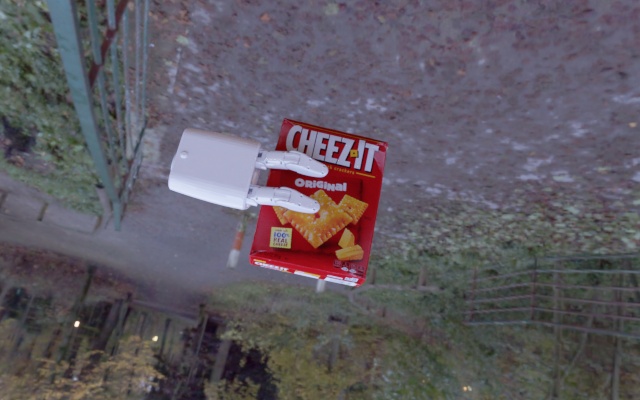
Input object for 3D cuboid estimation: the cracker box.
[{"bbox_3d":[0.000,0.002,0.696,0.164,0.213,0.072,13,-18,-3],"label":"cracker box"}]
